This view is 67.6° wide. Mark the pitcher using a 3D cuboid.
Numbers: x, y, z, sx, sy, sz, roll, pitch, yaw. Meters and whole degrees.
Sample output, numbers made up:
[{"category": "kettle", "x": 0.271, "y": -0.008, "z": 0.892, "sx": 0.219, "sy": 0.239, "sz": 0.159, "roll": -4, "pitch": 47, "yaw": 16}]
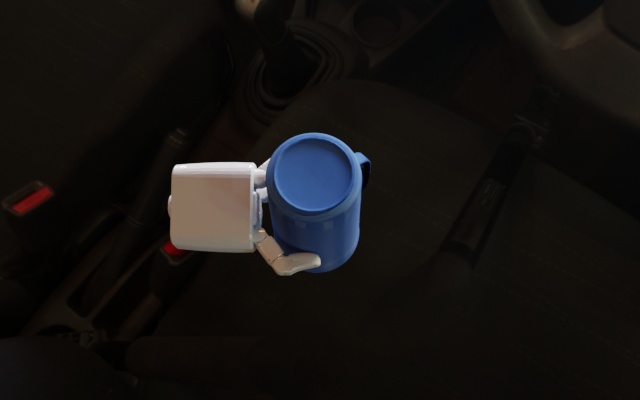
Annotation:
[{"category": "pitcher", "x": 0.000, "y": 0.002, "z": 0.637, "sx": 0.145, "sy": 0.149, "sz": 0.243, "roll": 1, "pitch": -19, "yaw": 0}]
